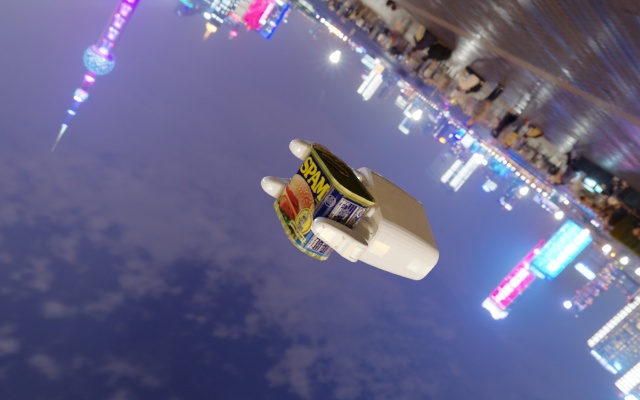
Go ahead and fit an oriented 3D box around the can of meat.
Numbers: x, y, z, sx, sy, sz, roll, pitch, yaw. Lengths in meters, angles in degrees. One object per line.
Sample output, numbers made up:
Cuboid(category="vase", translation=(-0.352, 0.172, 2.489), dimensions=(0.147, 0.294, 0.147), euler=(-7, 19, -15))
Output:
Cuboid(category="can of meat", translation=(0.000, 0.002, 0.519), dimensions=(0.057, 0.084, 0.102), euler=(25, 21, -34))
